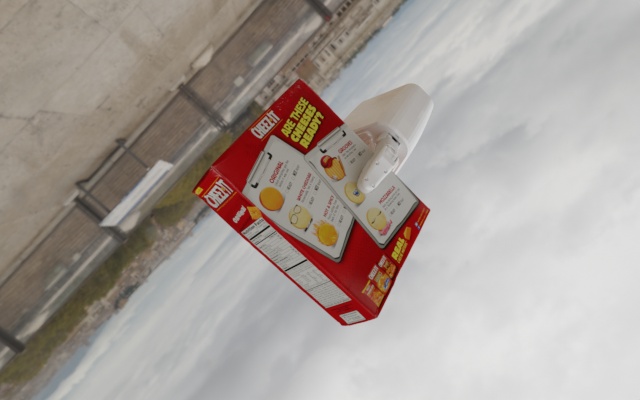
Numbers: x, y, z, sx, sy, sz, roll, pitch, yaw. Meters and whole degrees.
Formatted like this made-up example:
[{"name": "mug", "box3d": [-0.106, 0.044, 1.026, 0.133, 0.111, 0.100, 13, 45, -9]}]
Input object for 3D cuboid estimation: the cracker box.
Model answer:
[{"name": "cracker box", "box3d": [0.000, 0.002, 0.510, 0.072, 0.214, 0.164, -35, 15, 50]}]
